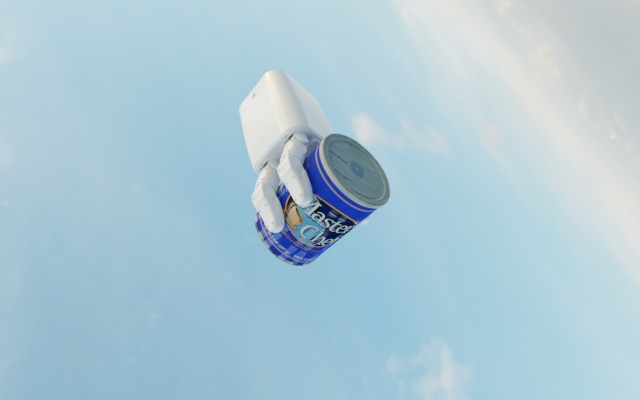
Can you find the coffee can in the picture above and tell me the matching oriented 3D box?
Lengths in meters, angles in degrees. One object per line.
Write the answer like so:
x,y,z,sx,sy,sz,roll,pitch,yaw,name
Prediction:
0.000,0.002,0.584,0.103,0.102,0.140,0,-34,-48,coffee can
